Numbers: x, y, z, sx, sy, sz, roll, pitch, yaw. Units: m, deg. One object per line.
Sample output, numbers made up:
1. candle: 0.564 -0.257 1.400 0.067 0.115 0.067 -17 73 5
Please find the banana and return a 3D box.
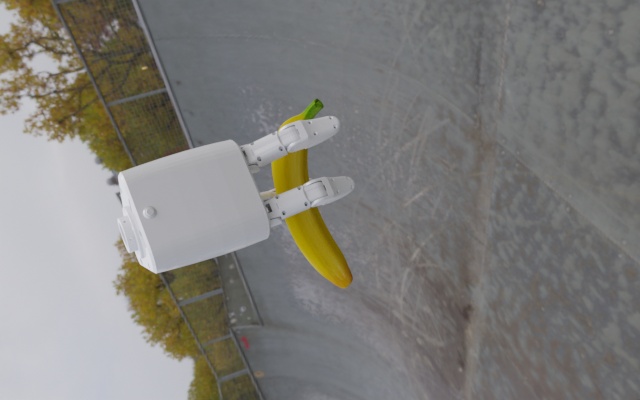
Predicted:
1. banana: -0.014 -0.001 0.502 0.069 0.198 0.037 -2 13 42
